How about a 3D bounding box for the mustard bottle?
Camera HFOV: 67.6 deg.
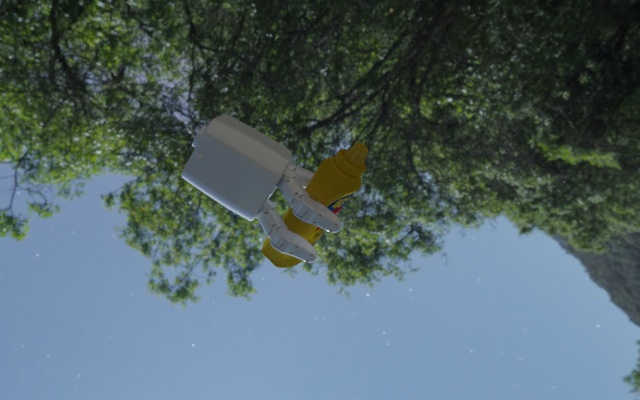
[{"bbox_3d":[0.000,0.002,0.623,0.058,0.192,0.096,43,29,13],"label":"mustard bottle"}]
